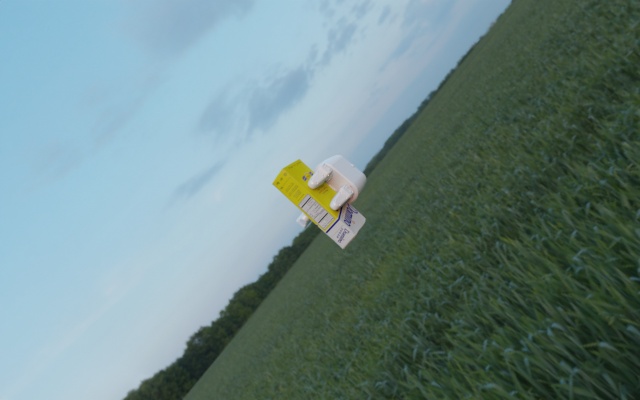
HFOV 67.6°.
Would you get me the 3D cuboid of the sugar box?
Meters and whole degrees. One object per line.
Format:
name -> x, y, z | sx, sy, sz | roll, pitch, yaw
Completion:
sugar box -> 0.000, 0.002, 0.879 | 0.176, 0.048, 0.093 | 40, 24, 3
